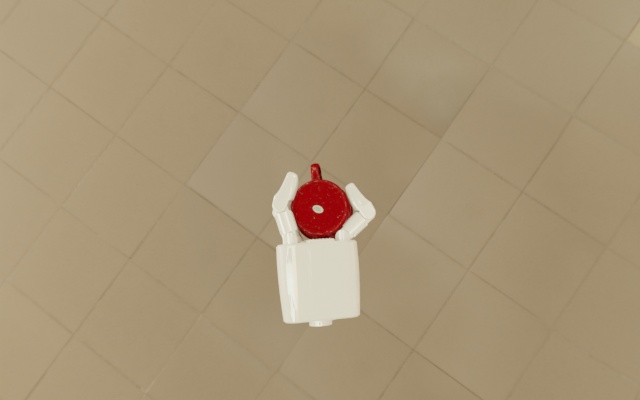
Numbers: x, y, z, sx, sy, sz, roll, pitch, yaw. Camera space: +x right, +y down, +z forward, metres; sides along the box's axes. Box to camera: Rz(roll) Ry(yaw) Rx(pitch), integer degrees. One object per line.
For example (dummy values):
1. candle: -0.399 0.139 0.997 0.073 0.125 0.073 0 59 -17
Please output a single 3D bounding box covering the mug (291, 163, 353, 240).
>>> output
1. mug: 0.000 0.001 0.705 0.093 0.117 0.081 -6 -7 3
